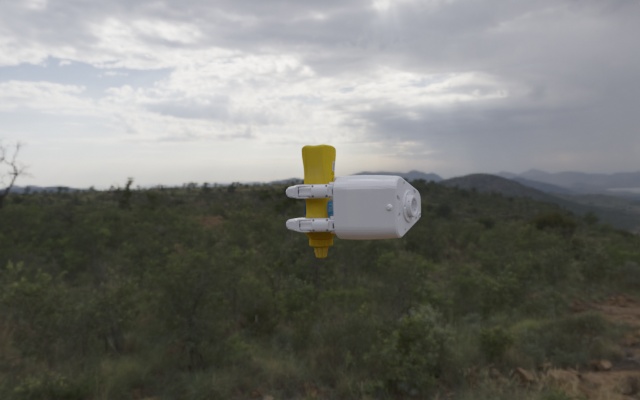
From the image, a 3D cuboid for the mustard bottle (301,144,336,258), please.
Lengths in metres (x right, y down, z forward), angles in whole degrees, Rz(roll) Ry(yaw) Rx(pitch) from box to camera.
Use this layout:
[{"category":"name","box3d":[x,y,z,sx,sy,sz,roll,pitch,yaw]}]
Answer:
[{"category":"mustard bottle","box3d":[0.000,0.002,0.822,0.058,0.191,0.096,-2,1,8]}]
